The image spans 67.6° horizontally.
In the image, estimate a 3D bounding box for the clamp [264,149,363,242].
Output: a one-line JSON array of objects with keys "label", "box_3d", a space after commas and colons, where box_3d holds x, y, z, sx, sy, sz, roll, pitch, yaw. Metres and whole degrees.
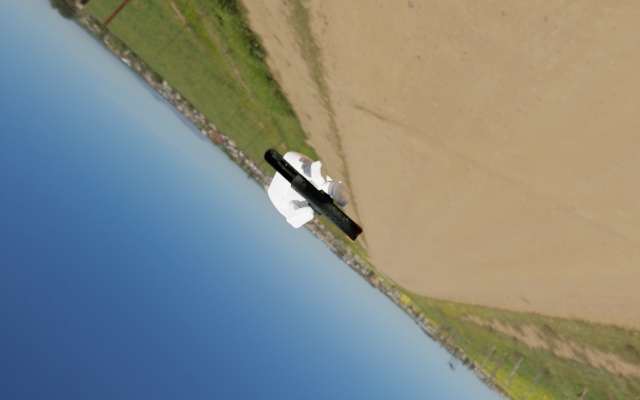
[{"label": "clamp", "box_3d": [0.000, 0.003, 0.776, 0.210, 0.036, 0.164, 42, 2, -23]}]
